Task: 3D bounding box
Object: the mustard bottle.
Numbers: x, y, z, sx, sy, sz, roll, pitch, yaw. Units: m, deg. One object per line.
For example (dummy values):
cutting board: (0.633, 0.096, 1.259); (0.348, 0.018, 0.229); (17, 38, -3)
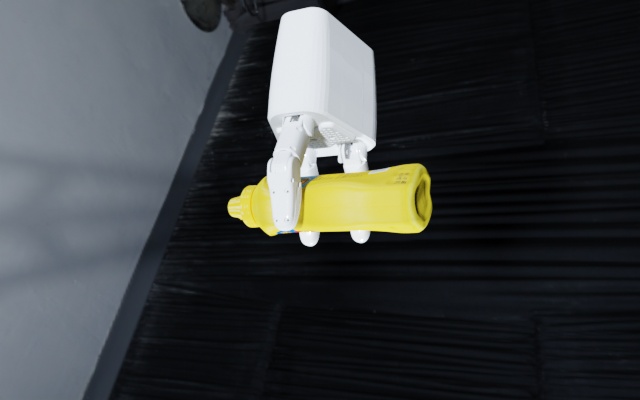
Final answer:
mustard bottle: (0.000, 0.002, 0.441); (0.191, 0.058, 0.096); (-3, 9, 22)
